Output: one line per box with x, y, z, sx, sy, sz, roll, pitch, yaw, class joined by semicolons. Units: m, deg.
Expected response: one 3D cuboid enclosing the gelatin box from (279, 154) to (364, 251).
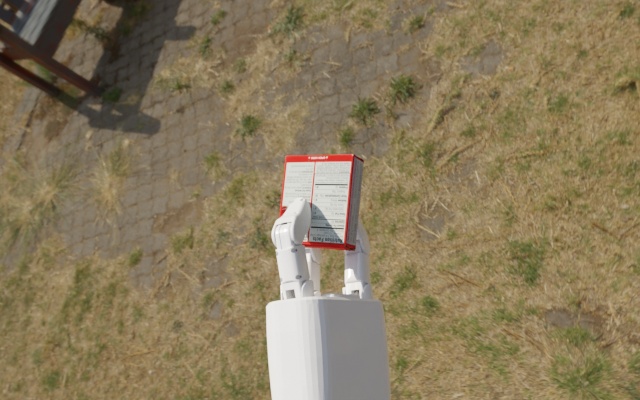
0.000;0.001;0.456;0.073;0.089;0.030;1;-9;27;gelatin box
